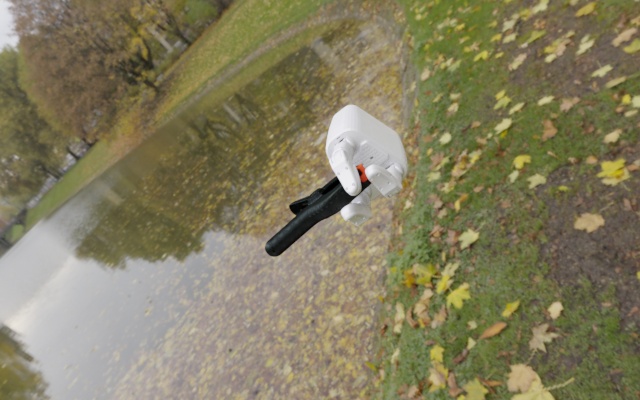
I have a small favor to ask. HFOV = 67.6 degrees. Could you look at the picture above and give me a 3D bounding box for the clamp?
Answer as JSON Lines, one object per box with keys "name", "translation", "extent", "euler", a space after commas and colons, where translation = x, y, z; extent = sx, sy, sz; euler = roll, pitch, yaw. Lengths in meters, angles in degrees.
{"name": "clamp", "translation": [0.000, 0.002, 0.650], "extent": [0.171, 0.039, 0.120], "euler": [-34, 22, 22]}
